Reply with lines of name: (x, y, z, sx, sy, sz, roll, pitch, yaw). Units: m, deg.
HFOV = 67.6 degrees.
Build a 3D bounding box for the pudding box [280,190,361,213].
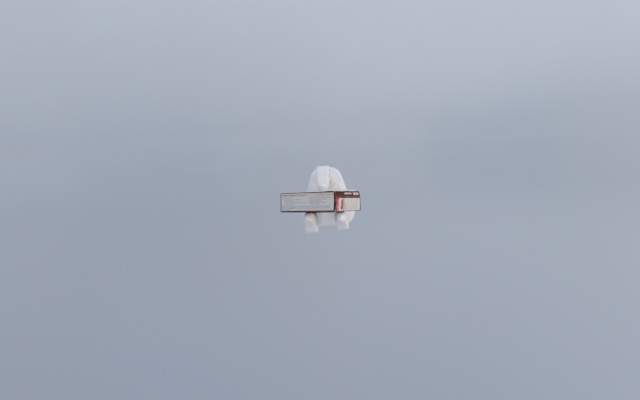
pudding box: (0.000, 0.003, 0.828, 0.113, 0.039, 0.090, -4, -1, 33)
